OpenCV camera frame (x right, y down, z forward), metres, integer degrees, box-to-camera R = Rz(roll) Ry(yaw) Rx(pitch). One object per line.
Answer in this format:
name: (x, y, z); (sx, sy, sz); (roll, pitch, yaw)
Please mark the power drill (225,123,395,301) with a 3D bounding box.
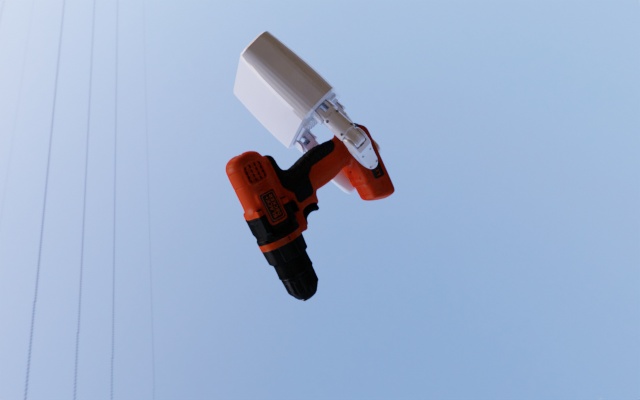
power drill: (0.000, 0.001, 0.576); (0.187, 0.184, 0.057); (-30, 11, -29)
